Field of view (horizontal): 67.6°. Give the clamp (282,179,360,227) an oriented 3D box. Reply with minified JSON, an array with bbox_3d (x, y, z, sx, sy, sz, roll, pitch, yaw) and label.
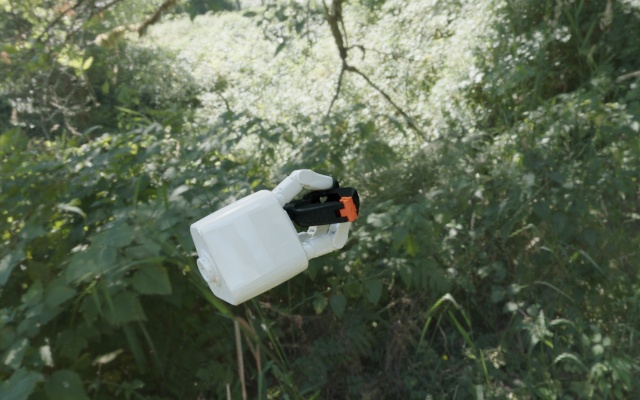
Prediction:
[{"bbox_3d":[0.000,0.002,0.667,0.164,0.036,0.210,-25,13,-29],"label":"clamp"}]
